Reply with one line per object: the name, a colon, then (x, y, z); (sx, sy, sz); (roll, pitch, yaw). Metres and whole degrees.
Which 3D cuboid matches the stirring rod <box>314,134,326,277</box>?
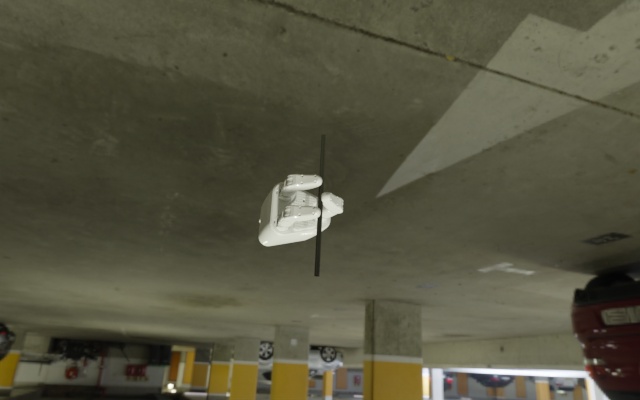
stirring rod: (0.000, 0.002, 0.771); (0.011, 0.239, 0.011); (3, -20, 1)
